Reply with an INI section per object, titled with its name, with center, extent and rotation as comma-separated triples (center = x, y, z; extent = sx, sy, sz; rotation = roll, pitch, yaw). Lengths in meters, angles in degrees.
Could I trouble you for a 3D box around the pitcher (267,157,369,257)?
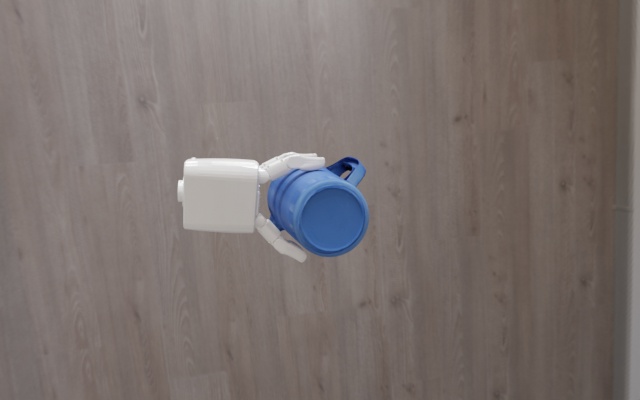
[pitcher]
center = 0.000, 0.003, 0.752
extent = 0.145, 0.149, 0.243
rotation = 4, 6, -12
